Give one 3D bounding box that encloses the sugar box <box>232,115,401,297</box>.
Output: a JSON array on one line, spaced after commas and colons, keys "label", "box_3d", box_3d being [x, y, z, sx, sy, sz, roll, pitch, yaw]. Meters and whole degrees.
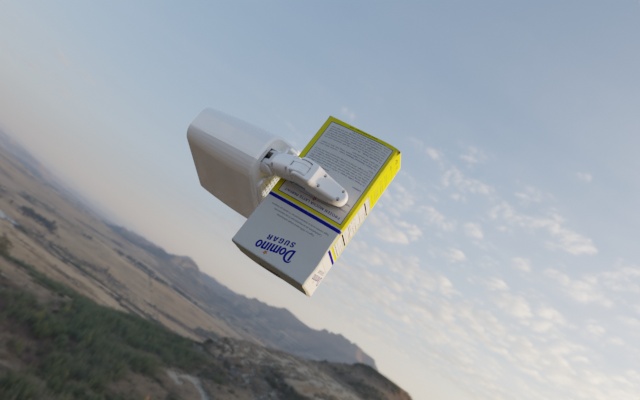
[{"label": "sugar box", "box_3d": [0.000, 0.002, 0.498, 0.093, 0.176, 0.048, 30, -17, 23]}]
